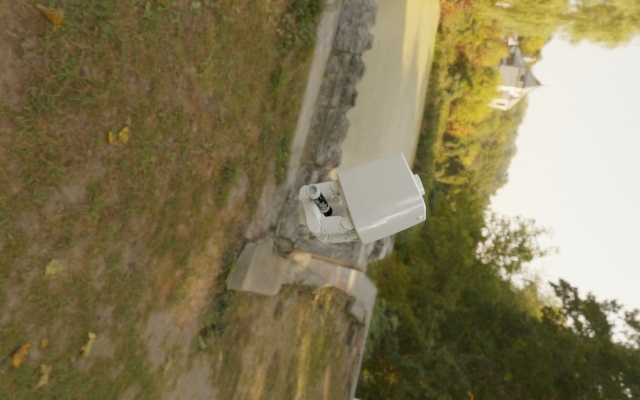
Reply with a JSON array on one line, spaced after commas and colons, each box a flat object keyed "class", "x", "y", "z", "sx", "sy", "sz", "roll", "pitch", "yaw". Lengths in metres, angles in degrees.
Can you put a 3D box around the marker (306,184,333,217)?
[{"class": "marker", "x": 0.000, "y": 0.002, "z": 0.735, "sx": 0.020, "sy": 0.020, "sz": 0.121, "roll": 0, "pitch": -17, "yaw": 12}]
